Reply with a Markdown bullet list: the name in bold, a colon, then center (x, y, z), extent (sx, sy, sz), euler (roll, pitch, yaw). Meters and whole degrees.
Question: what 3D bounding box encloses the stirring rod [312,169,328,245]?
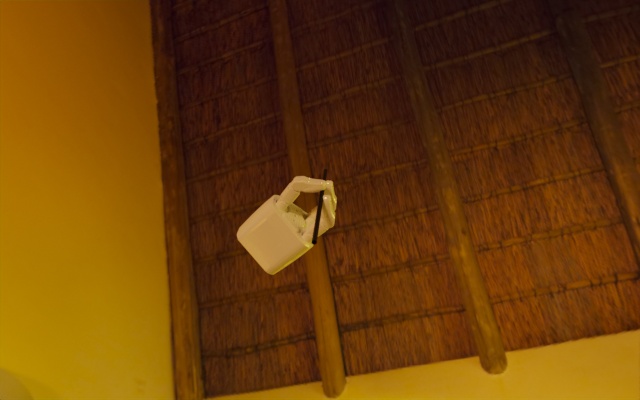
- **stirring rod**: center (0.000, 0.003, 0.809), extent (0.011, 0.011, 0.239), euler (0, 30, 5)
